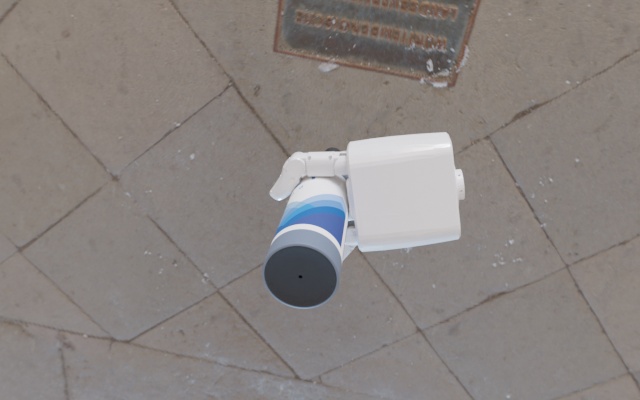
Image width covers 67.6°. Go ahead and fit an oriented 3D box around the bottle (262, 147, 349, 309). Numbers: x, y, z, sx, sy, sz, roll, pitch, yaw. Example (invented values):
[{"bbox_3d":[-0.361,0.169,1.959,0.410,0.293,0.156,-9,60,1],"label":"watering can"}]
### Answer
[{"bbox_3d":[0.000,0.002,0.533,0.069,0.069,0.295,0,25,7],"label":"bottle"}]
